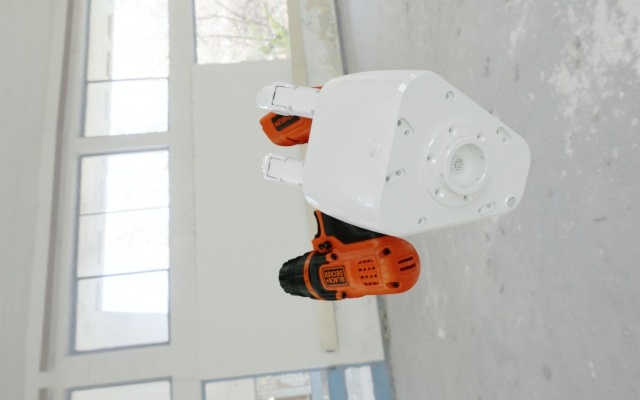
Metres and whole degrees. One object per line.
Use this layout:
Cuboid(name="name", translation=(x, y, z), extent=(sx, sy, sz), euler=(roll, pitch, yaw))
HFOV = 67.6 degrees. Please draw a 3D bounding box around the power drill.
Cuboid(name="power drill", translation=(0.000, 0.001, 0.447), extent=(0.057, 0.187, 0.184), euler=(-14, -2, -38))
